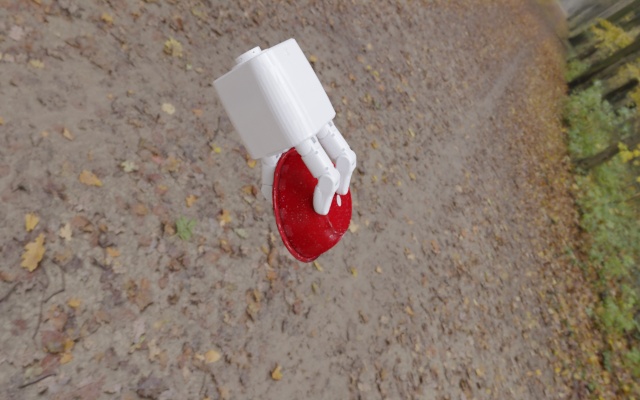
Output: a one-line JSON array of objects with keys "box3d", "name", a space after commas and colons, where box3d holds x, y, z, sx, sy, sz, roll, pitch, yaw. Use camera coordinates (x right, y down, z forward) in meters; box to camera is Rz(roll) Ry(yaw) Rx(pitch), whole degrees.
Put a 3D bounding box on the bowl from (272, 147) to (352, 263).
[{"box3d": [0.001, 0.003, 0.646, 0.055, 0.162, 0.162, -7, -3, 26], "name": "bowl"}]
